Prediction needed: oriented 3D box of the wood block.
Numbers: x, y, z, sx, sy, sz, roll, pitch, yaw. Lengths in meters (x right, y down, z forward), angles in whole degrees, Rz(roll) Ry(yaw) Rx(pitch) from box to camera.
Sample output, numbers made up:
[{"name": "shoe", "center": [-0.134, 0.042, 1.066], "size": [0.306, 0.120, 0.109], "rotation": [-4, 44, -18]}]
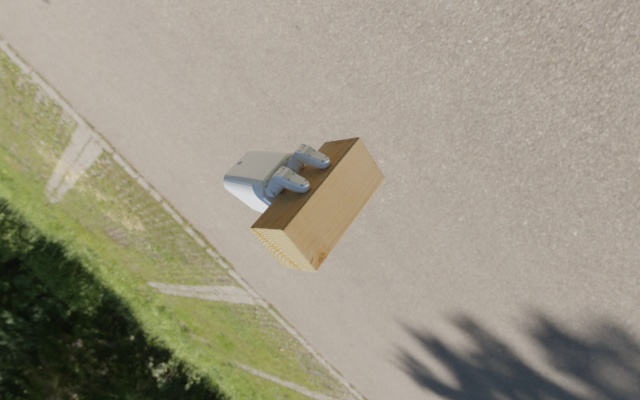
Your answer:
[{"name": "wood block", "center": [0.000, 0.003, 0.751], "size": [0.090, 0.091, 0.206], "rotation": [-1, 43, 50]}]
